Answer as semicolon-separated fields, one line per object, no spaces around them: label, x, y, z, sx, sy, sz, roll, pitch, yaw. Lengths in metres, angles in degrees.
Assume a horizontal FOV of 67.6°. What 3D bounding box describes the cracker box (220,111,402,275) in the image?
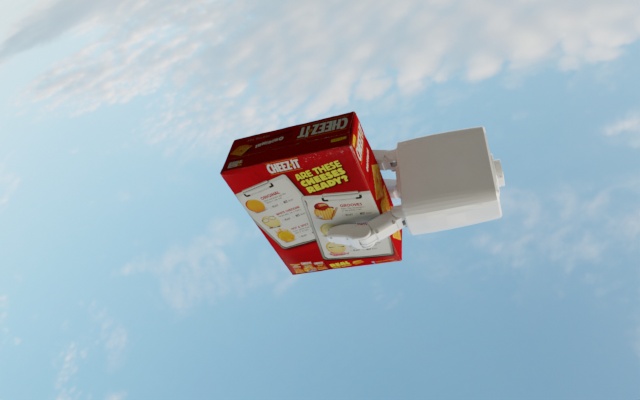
cracker box;0.000;0.002;0.612;0.164;0.072;0.214;-10;-46;20
